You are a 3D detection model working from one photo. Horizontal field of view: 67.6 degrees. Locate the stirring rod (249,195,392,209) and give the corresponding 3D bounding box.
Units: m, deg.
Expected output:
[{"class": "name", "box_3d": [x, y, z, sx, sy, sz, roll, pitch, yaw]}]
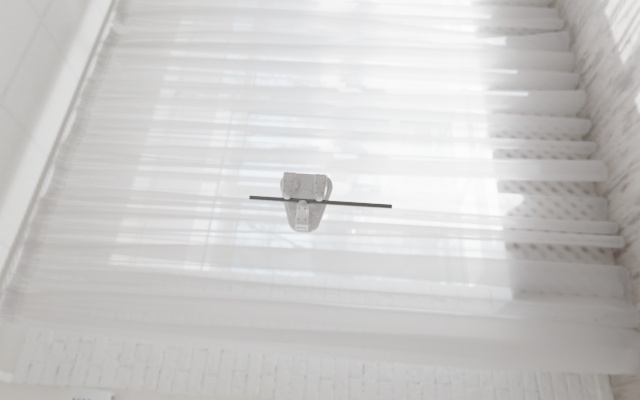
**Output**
[{"class": "stirring rod", "box_3d": [0.000, 0.003, 0.804, 0.239, 0.011, 0.011, 4, 0, 1]}]
